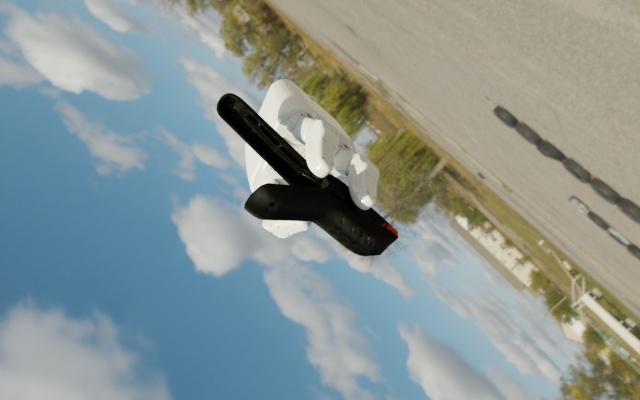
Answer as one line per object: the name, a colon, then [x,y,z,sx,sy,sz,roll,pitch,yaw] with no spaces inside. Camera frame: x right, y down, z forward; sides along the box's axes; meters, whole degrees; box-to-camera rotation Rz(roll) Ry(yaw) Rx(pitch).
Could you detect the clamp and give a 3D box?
clamp: [0.000,0.002,0.415,0.210,0.036,0.164,36,19,-30]
